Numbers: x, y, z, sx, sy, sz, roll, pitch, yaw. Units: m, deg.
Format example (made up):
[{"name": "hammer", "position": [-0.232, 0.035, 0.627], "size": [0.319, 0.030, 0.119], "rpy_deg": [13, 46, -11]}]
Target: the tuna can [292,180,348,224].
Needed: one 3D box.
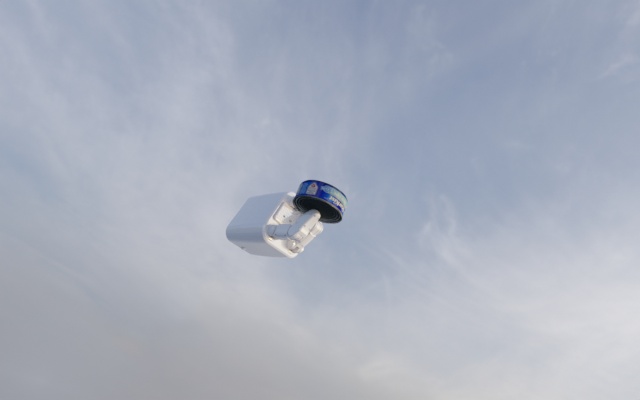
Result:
[{"name": "tuna can", "position": [0.000, 0.002, 0.777], "size": [0.086, 0.033, 0.086], "rpy_deg": [18, -25, 9]}]
